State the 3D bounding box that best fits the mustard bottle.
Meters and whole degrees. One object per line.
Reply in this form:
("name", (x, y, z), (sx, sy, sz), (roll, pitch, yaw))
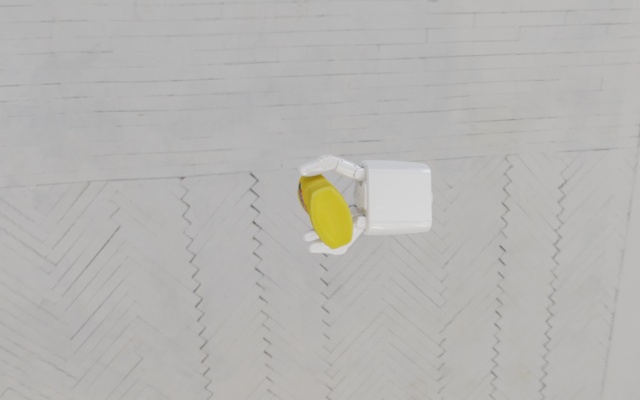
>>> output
("mustard bottle", (0.000, 0.003, 0.759), (0.058, 0.096, 0.191), (-23, 17, -4))
